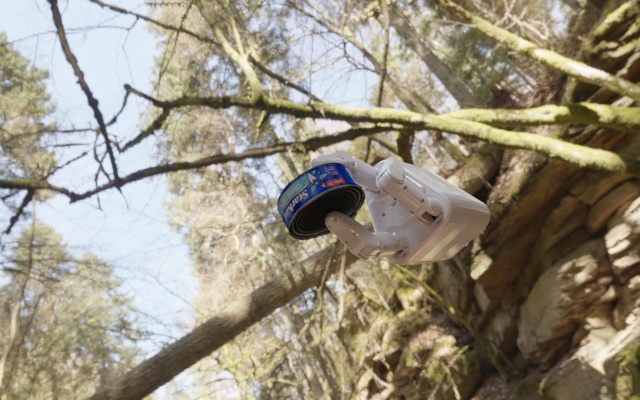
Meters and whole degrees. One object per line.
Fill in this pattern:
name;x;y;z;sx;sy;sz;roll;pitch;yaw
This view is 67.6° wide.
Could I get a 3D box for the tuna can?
tuna can;0.000;0.001;0.482;0.086;0.033;0.086;-24;-28;-13
